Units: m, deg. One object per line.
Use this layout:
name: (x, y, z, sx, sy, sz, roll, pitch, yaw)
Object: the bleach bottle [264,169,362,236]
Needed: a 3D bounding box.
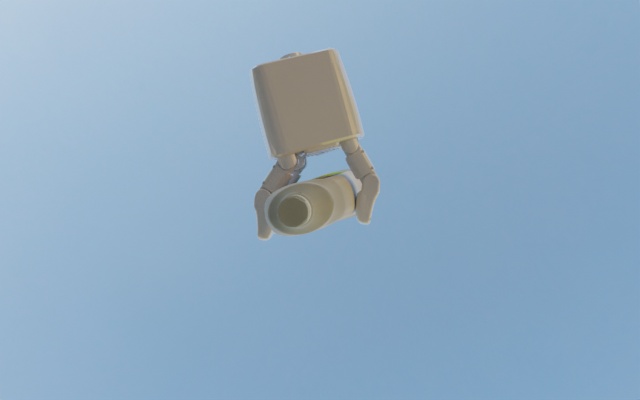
bleach bottle: (0.000, 0.002, 0.557, 0.102, 0.068, 0.251, -16, 1, 8)
